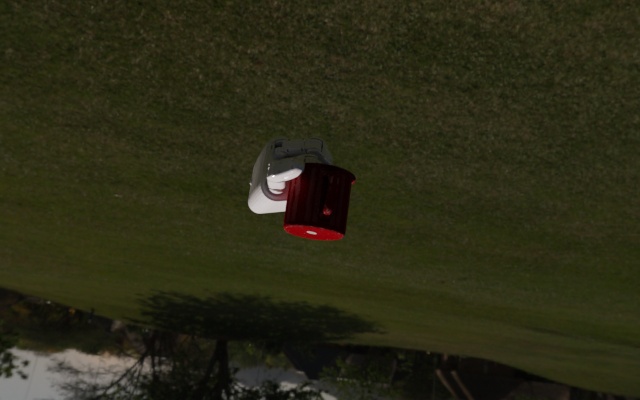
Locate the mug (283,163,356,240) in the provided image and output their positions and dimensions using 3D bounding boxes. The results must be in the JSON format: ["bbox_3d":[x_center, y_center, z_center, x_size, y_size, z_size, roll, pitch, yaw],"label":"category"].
[{"bbox_3d":[0.001,0.002,0.614,0.093,0.081,0.117,12,-17,-16],"label":"mug"}]
